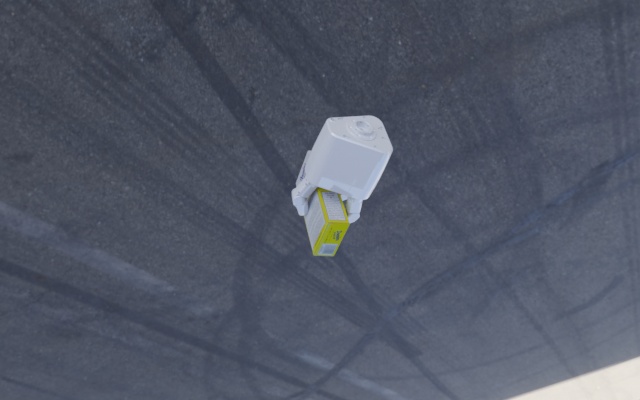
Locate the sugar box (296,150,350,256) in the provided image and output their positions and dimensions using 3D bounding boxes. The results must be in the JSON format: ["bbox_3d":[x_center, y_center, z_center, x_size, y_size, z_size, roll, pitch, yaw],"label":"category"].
[{"bbox_3d":[0.001,0.003,0.854,0.048,0.176,0.093,5,-43,-19],"label":"sugar box"}]
